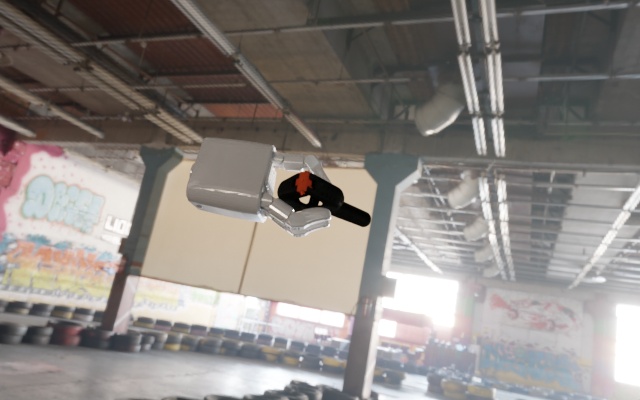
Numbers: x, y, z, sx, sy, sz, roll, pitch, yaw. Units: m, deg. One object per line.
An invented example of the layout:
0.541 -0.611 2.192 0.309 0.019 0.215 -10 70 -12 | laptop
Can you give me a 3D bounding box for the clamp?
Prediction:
0.000 0.001 0.703 0.164 0.036 0.210 8 -13 2 | clamp
